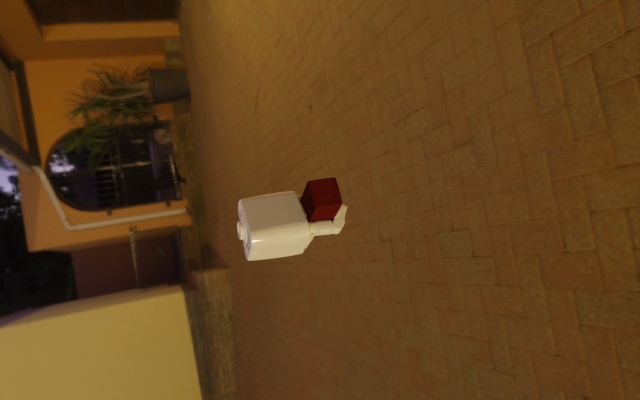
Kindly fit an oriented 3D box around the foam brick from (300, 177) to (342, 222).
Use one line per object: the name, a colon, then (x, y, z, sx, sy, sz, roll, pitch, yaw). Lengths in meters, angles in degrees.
foam brick: (0.000, 0.003, 0.847, 0.051, 0.053, 0.078, -7, -27, -18)
